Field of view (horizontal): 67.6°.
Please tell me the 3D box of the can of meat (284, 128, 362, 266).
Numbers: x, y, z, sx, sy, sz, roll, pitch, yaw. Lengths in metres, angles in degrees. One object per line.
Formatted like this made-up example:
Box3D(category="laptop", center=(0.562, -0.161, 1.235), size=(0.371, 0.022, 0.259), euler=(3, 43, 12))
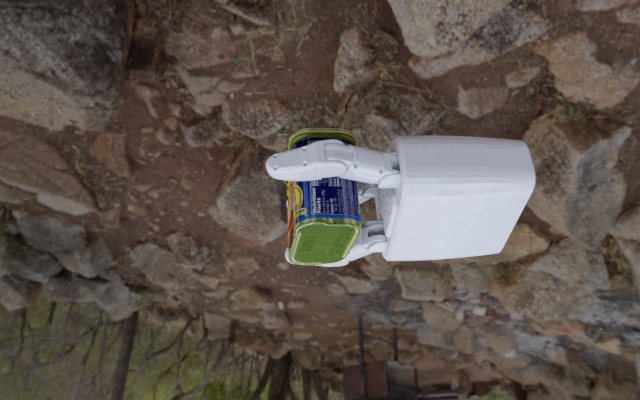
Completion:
Box3D(category="can of meat", center=(0.000, 0.002, 0.410), size=(0.057, 0.084, 0.102), euler=(1, -26, -9))
